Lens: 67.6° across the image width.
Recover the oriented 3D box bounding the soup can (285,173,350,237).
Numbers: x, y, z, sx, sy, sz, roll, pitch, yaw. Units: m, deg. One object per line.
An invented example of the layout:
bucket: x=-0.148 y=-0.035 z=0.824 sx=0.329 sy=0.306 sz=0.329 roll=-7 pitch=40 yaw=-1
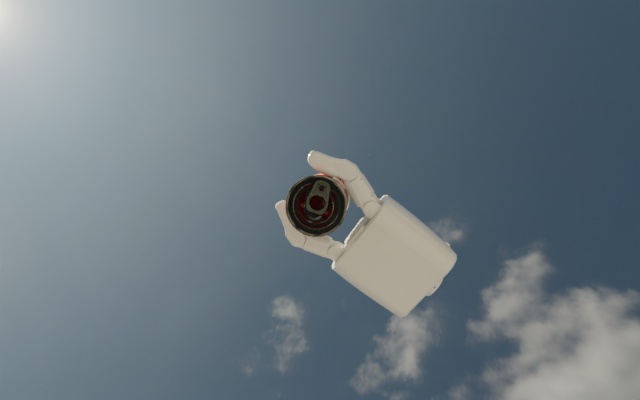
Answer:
soup can: x=0.000 y=0.002 z=0.572 sx=0.068 sy=0.068 sz=0.102 roll=0 pitch=5 yaw=6
